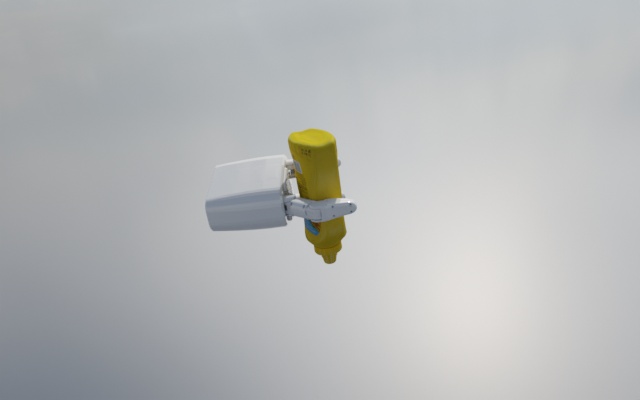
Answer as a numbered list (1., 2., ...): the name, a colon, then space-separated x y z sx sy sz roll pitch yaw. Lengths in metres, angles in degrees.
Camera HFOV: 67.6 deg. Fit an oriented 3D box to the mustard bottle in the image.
1. mustard bottle: 0.000 0.002 0.662 0.058 0.192 0.096 -16 24 -17
